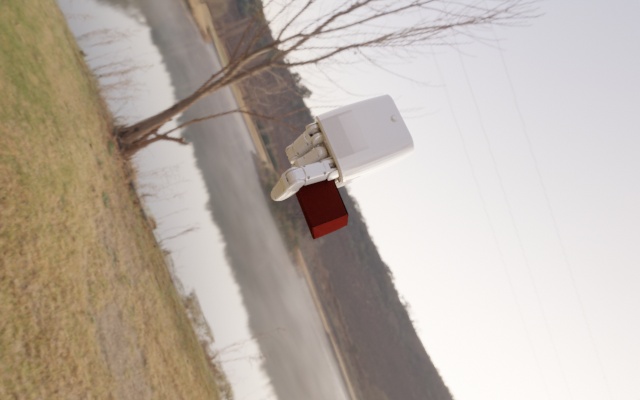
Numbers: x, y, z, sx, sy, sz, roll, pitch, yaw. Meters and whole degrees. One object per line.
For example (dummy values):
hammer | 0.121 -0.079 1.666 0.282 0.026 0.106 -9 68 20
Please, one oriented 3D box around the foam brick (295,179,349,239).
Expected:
foam brick | 0.000 0.002 0.638 0.051 0.078 0.053 -19 -19 -7
